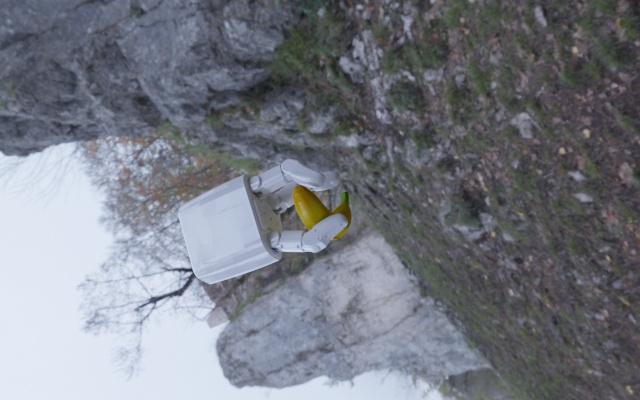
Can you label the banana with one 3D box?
[{"bbox_3d":[0.007,0.020,0.642,0.037,0.069,0.198,-19,-8,16],"label":"banana"}]
